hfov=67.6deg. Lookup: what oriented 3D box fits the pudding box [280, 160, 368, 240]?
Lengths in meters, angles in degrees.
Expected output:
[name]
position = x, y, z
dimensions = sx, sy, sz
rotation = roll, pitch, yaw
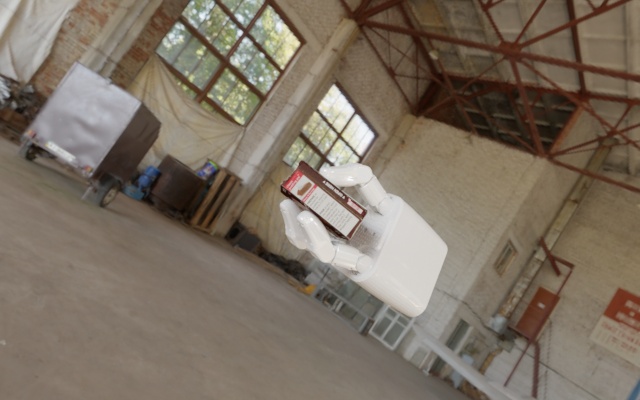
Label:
[pudding box]
position = 0.000, 0.002, 0.527
dimensions = 0.090, 0.039, 0.113
rotation = 38, -7, -2
